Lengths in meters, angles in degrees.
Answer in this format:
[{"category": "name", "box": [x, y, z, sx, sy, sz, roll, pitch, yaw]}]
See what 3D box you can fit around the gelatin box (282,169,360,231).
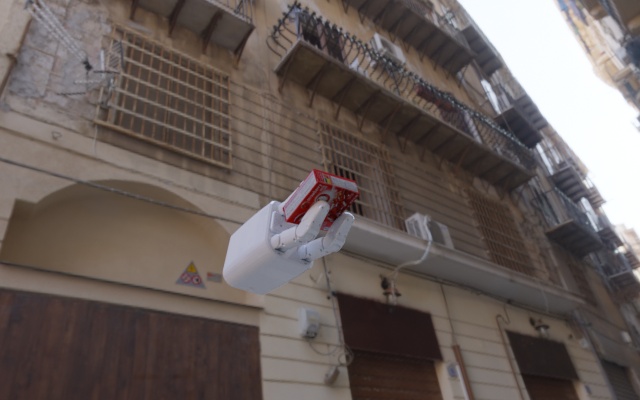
[{"category": "gelatin box", "box": [0.000, 0.002, 0.671, 0.073, 0.030, 0.089, 15, -49, -32]}]
